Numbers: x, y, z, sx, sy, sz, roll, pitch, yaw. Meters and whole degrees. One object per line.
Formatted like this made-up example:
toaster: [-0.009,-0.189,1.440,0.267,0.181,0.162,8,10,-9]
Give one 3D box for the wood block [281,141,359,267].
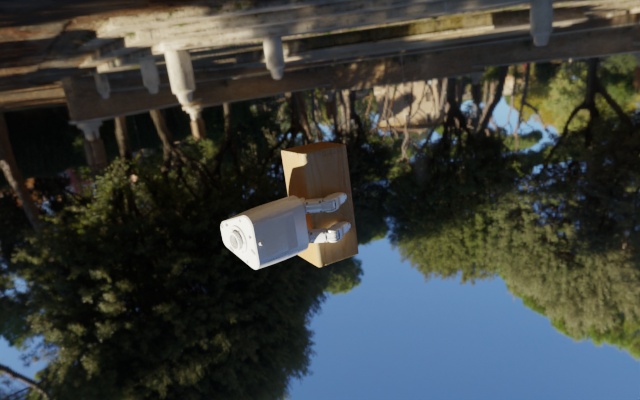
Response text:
wood block: [0.000,0.003,0.877,0.090,0.206,0.091,-16,18,-27]
